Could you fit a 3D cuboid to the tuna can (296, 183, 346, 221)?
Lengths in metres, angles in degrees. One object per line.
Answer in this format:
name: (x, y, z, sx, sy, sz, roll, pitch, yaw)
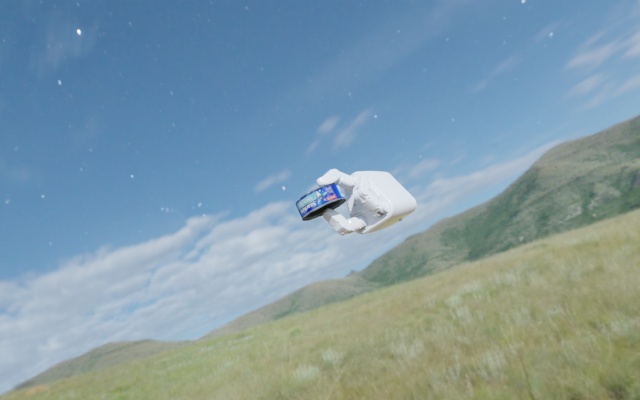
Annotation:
tuna can: (0.000, 0.002, 0.844, 0.086, 0.033, 0.086, -25, -11, -5)
